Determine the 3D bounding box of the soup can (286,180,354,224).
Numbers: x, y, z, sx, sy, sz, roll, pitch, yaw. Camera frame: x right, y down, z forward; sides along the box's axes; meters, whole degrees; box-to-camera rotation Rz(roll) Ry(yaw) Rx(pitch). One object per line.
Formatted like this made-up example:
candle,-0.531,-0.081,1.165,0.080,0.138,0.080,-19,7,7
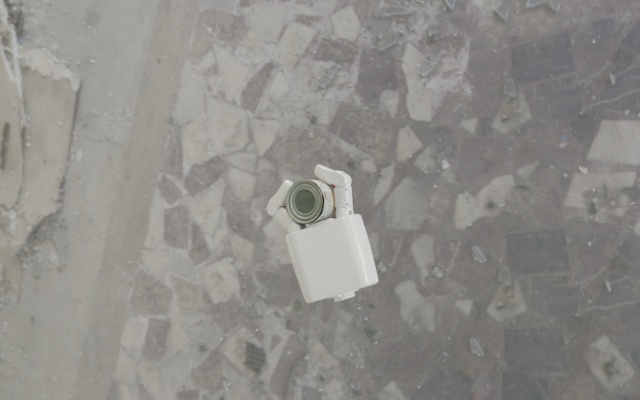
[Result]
soup can,0.000,0.002,0.741,0.068,0.068,0.102,0,0,30
